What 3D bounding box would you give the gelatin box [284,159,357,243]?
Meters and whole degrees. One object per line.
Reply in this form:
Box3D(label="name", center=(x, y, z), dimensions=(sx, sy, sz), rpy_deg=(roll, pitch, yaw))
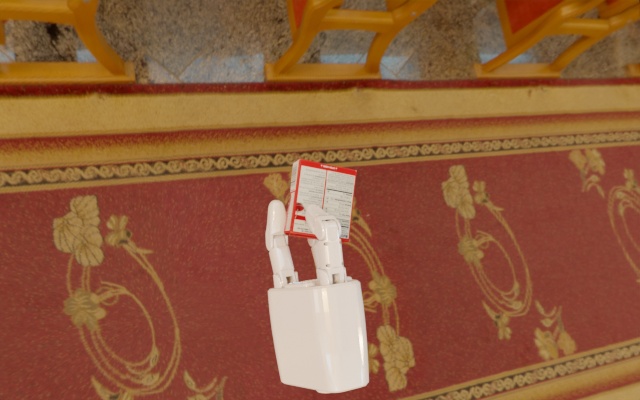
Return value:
Box3D(label="gelatin box", center=(0.000, 0.001, 0.560), dimensions=(0.073, 0.089, 0.030), rpy_deg=(9, -8, -19))
